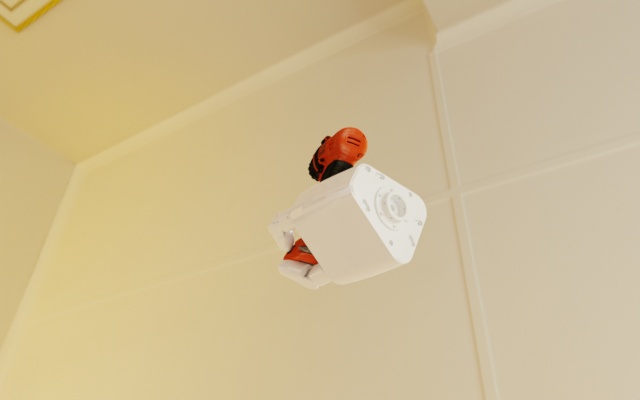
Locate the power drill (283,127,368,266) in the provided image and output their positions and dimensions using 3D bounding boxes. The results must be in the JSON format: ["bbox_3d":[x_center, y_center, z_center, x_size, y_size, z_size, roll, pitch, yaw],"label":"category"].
[{"bbox_3d":[0.000,0.003,0.672,0.057,0.187,0.184,16,-13,-10],"label":"power drill"}]
